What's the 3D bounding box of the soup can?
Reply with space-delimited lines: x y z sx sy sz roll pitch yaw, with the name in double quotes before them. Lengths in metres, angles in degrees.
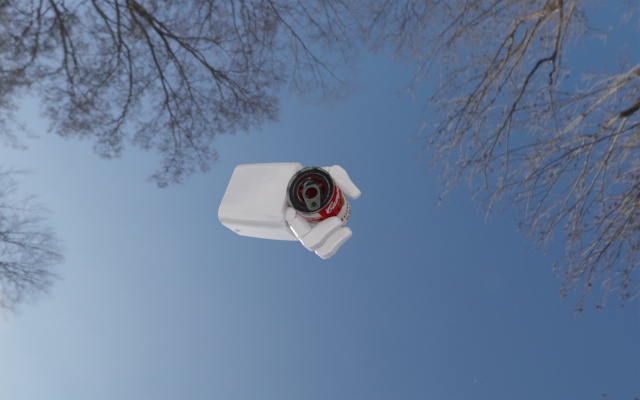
"soup can" 0.001 0.002 0.684 0.068 0.068 0.102 0 -20 18
